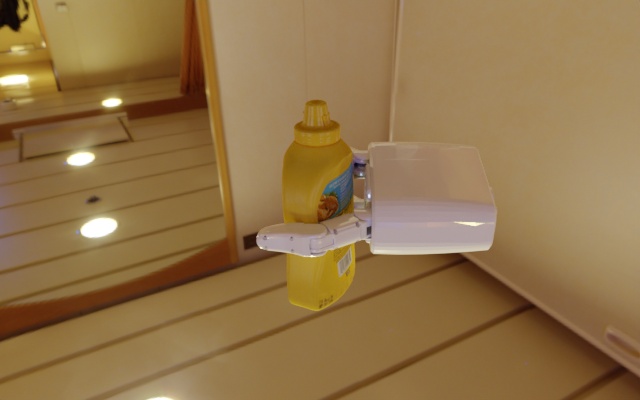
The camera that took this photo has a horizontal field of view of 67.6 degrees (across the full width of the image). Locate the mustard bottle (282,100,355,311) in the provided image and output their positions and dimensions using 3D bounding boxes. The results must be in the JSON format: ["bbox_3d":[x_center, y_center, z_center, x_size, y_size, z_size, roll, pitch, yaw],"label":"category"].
[{"bbox_3d":[0.000,0.002,0.450,0.058,0.192,0.096,12,30,25],"label":"mustard bottle"}]
